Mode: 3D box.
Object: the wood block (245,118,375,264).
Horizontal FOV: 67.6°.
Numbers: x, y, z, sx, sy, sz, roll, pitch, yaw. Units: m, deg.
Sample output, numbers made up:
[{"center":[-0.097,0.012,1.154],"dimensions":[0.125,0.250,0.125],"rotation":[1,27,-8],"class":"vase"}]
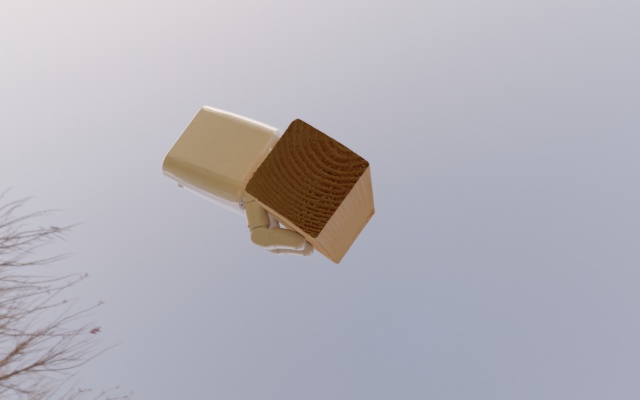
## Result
[{"center":[0.000,0.001,0.548],"dimensions":[0.090,0.091,0.206],"rotation":[33,-7,14],"class":"wood block"}]
